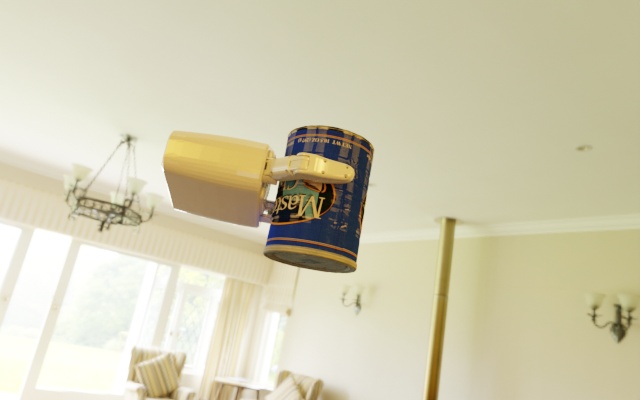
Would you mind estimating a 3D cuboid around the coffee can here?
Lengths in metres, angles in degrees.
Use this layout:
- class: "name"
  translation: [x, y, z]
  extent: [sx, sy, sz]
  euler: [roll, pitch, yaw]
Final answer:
- class: "coffee can"
  translation: [0.000, 0.002, 0.535]
  extent: [0.103, 0.140, 0.103]
  euler: [10, -16, 3]
